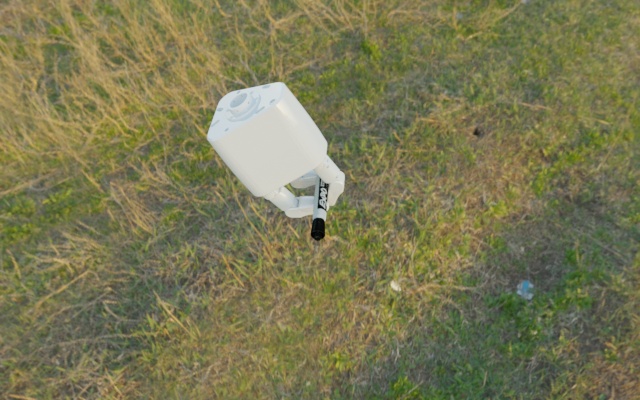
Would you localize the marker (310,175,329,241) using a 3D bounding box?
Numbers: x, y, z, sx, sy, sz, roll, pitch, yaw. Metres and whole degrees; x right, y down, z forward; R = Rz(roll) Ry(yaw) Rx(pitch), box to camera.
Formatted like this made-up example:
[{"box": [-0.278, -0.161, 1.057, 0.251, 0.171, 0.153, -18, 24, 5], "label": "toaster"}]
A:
[{"box": [0.000, 0.002, 0.630, 0.020, 0.121, 0.020, 3, -41, 3], "label": "marker"}]
